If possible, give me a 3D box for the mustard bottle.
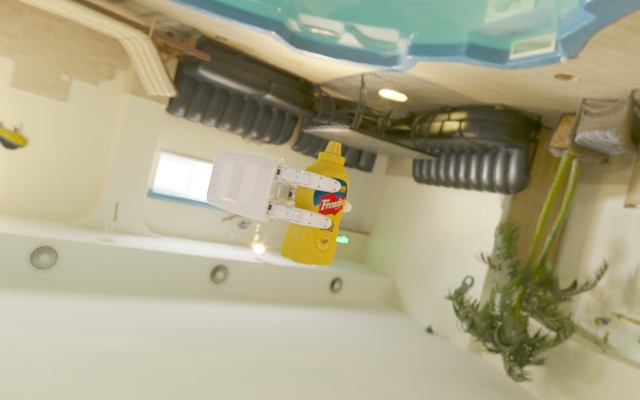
[{"bbox_3d":[0.000,0.003,0.741,0.058,0.191,0.096,14,1,42],"label":"mustard bottle"}]
